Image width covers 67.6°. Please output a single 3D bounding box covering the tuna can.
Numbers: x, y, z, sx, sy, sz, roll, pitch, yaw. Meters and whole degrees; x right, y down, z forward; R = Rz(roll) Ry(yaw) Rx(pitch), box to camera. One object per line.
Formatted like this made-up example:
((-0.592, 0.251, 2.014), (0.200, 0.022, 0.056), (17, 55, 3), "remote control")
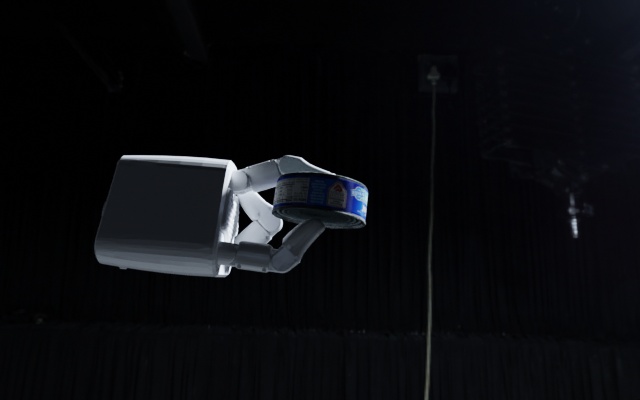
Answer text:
((0.000, 0.001, 0.435), (0.086, 0.033, 0.086), (7, -12, 2), "tuna can")
